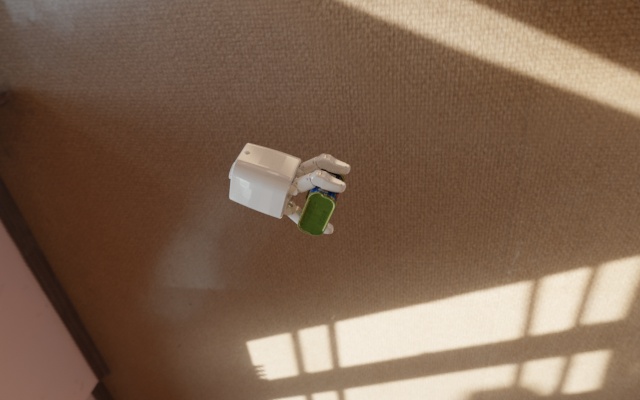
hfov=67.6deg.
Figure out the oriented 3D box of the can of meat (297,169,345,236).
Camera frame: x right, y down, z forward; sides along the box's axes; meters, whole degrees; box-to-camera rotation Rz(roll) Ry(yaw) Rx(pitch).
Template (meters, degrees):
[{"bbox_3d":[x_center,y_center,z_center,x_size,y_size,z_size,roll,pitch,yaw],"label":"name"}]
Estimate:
[{"bbox_3d":[0.000,0.003,0.872,0.057,0.102,0.084,22,37,-2],"label":"can of meat"}]
